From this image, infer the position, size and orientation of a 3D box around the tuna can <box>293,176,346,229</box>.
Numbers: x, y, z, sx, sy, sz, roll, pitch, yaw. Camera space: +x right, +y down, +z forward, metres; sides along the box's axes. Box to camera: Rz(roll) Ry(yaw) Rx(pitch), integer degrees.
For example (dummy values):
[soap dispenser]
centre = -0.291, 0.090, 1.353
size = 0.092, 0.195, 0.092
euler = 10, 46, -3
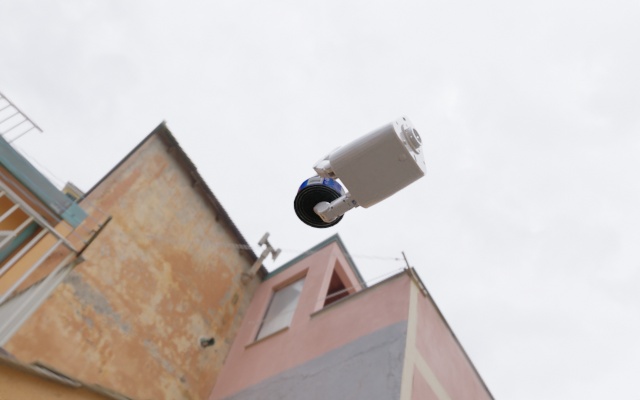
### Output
[tuna can]
centre = 0.000, 0.002, 0.784
size = 0.086, 0.086, 0.033
euler = 0, 32, 9
